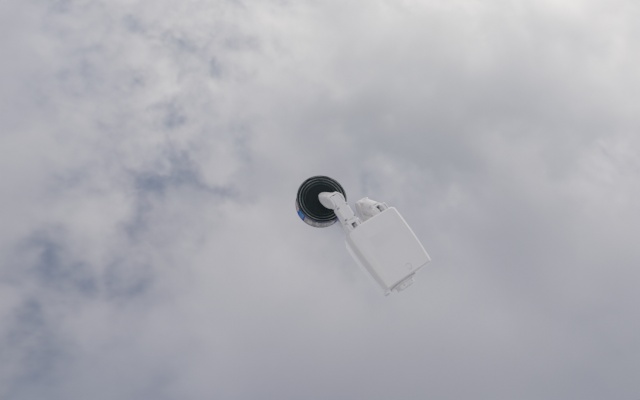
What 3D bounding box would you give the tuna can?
[{"bbox_3d":[0.000,0.003,0.819,0.086,0.086,0.034,0,-22,-9],"label":"tuna can"}]
